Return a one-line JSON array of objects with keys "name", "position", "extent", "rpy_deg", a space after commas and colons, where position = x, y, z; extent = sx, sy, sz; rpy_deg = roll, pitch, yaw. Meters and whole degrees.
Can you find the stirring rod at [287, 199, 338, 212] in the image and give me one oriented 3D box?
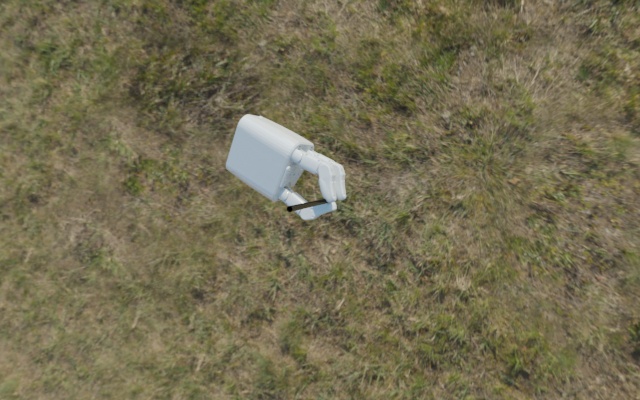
[{"name": "stirring rod", "position": [0.000, 0.002, 0.714], "extent": [0.011, 0.011, 0.239], "rpy_deg": [0, 4, 19]}]
